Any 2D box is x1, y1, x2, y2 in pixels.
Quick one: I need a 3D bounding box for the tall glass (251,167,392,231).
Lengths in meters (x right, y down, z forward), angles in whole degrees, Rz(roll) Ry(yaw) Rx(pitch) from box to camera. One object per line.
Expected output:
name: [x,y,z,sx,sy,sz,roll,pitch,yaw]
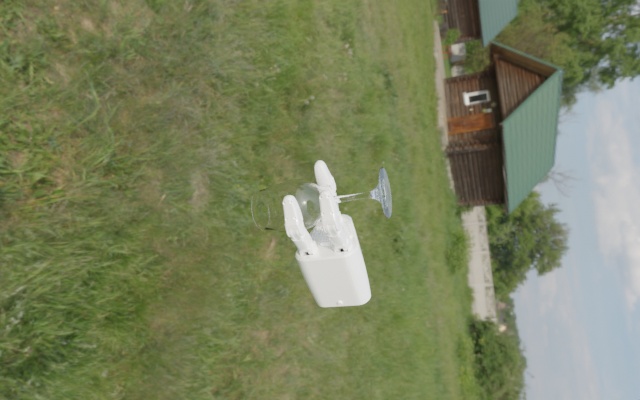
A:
tall glass: [0.001,0.002,0.711,0.201,0.079,0.079,-8,-2,18]
